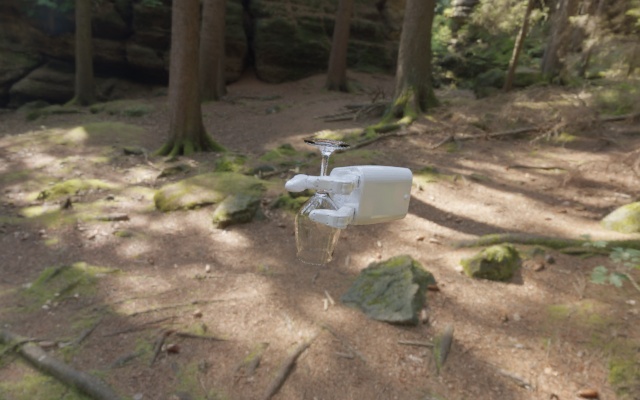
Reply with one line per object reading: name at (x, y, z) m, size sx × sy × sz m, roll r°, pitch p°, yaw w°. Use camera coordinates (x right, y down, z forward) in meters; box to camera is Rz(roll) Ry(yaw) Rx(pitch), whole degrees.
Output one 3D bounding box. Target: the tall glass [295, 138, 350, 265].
tall glass at (0.000, 0.002, 0.792) m, size 0.079 × 0.201 × 0.079 m, roll 6°, pitch 17°, yaw -2°
